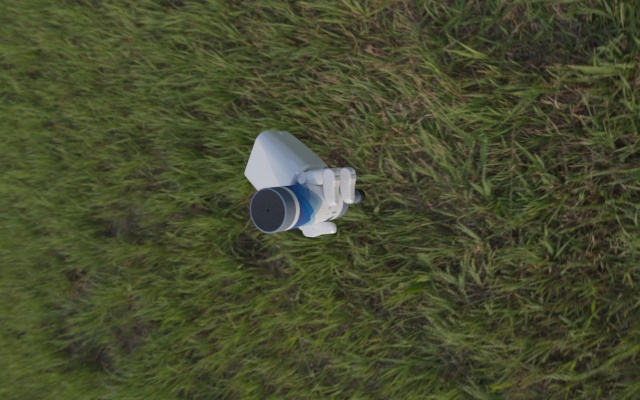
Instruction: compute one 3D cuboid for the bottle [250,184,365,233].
[{"bbox_3d":[0.000,0.003,0.811,0.069,0.069,0.295,0,5,31],"label":"bottle"}]
